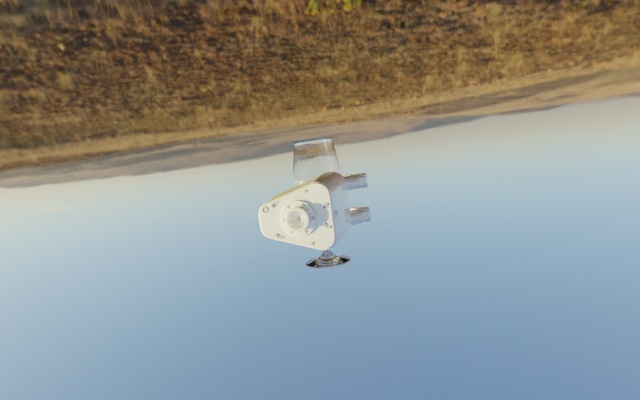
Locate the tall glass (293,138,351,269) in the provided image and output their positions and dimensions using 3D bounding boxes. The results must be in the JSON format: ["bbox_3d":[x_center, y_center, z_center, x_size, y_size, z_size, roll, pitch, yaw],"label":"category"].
[{"bbox_3d":[0.000,0.003,0.768,0.079,0.201,0.079,-7,7,1],"label":"tall glass"}]
